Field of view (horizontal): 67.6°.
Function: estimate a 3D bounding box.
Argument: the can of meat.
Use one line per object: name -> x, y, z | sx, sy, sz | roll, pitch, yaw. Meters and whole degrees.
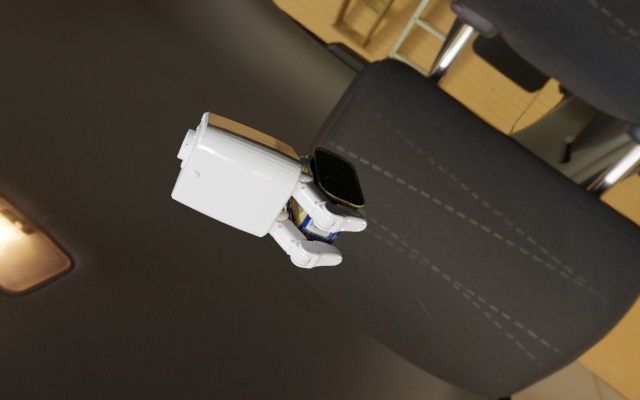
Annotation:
can of meat -> 0.000, 0.002, 0.553 | 0.057, 0.084, 0.102 | 23, 30, -21
